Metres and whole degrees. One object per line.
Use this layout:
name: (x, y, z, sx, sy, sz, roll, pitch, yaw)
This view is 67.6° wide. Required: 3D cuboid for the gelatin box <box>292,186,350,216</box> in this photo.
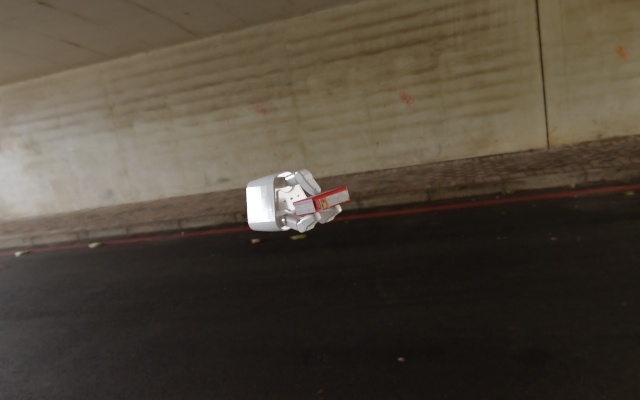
gelatin box: (0.000, 0.002, 0.870, 0.073, 0.030, 0.089, -18, 2, -28)
